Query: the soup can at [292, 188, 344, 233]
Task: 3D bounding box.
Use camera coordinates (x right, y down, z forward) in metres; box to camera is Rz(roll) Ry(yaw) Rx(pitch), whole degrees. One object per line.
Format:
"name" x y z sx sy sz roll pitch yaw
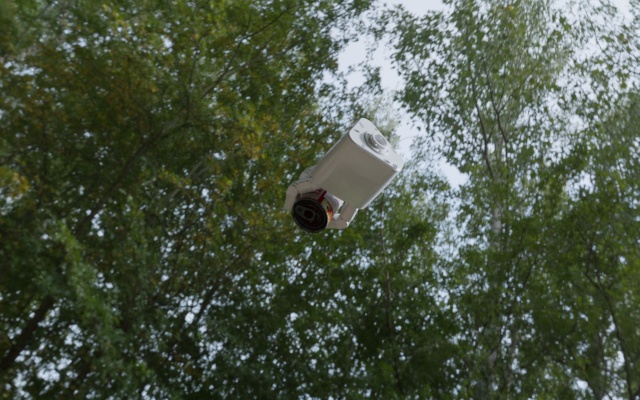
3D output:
"soup can" 0.000 0.003 0.850 0.068 0.068 0.102 0 29 25
